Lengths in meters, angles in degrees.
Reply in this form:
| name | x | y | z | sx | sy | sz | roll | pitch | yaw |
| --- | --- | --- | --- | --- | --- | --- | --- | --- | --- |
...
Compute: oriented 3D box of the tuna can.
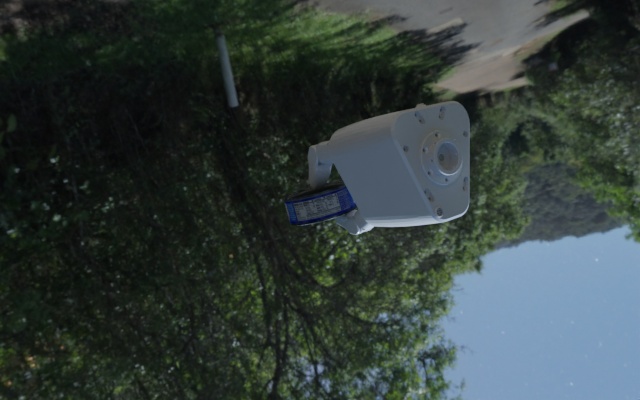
| name | x | y | z | sx | sy | sz | roll | pitch | yaw |
| --- | --- | --- | --- | --- | --- | --- | --- | --- | --- |
| tuna can | 0.000 | 0.002 | 0.575 | 0.086 | 0.034 | 0.086 | -15 | 8 | 2 |
